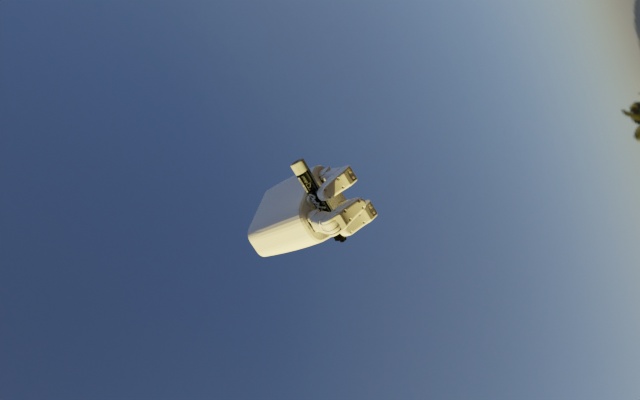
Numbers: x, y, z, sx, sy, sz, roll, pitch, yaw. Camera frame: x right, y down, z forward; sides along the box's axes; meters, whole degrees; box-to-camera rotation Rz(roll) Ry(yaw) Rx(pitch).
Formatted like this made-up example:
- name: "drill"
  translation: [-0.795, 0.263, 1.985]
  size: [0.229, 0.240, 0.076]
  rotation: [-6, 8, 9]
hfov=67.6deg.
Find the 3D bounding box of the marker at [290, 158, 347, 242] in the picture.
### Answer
- name: "marker"
  translation: [0.000, 0.002, 0.608]
  size: [0.020, 0.121, 0.020]
  rotation: [-29, 14, 8]
